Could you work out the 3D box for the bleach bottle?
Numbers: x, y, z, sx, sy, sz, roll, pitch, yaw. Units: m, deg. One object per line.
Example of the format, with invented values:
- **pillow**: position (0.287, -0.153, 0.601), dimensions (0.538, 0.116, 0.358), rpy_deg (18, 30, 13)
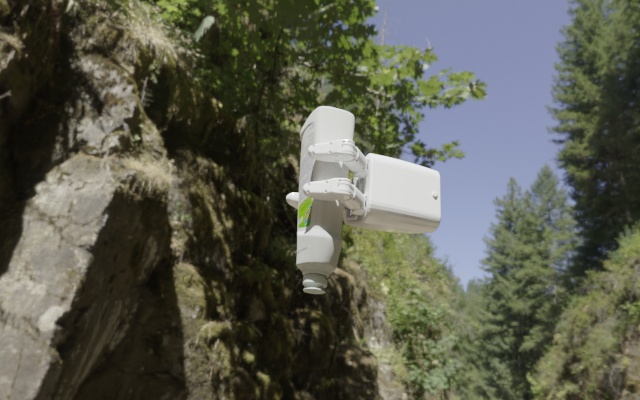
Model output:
- **bleach bottle**: position (0.000, 0.002, 0.652), dimensions (0.068, 0.250, 0.103), rpy_deg (11, -24, -14)
